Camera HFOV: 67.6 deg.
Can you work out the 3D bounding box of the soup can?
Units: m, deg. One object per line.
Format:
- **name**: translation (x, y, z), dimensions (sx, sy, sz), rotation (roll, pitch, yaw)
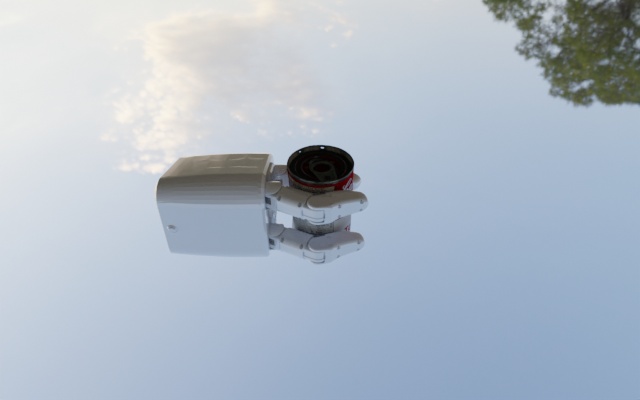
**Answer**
- **soup can**: translation (0.001, 0.002, 0.509), dimensions (0.068, 0.102, 0.068), rotation (0, 38, 0)
